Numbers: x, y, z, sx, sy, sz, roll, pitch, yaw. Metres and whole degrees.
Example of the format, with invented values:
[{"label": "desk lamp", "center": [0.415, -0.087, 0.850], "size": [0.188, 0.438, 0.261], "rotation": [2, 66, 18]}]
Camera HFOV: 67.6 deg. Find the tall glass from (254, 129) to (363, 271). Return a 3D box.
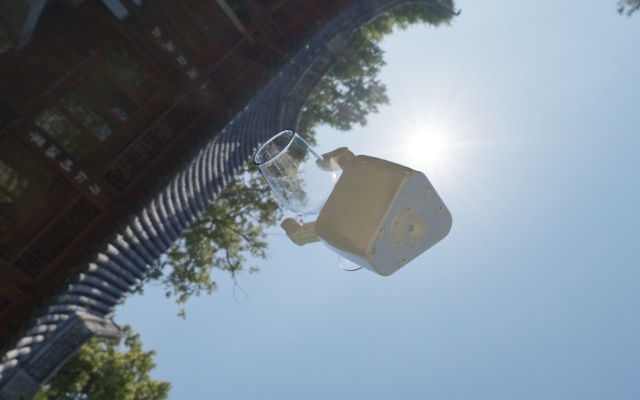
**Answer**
[{"label": "tall glass", "center": [0.000, 0.003, 0.620], "size": [0.079, 0.079, 0.201], "rotation": [0, -42, 50]}]
